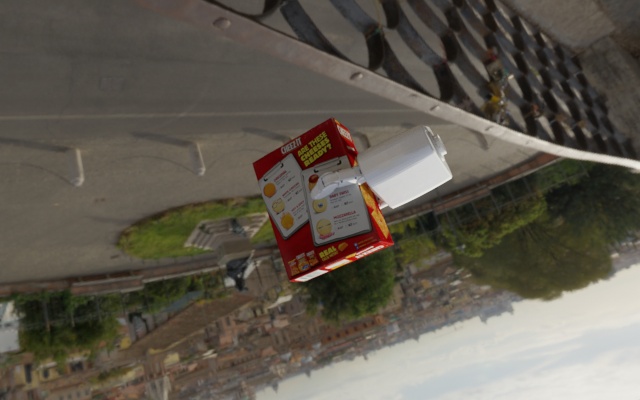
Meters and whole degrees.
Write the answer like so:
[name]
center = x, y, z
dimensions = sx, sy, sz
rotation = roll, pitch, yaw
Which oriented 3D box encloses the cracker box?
[cracker box]
center = 0.000, 0.003, 0.768
dimensions = 0.164, 0.213, 0.072
rotation = -27, -20, 21
